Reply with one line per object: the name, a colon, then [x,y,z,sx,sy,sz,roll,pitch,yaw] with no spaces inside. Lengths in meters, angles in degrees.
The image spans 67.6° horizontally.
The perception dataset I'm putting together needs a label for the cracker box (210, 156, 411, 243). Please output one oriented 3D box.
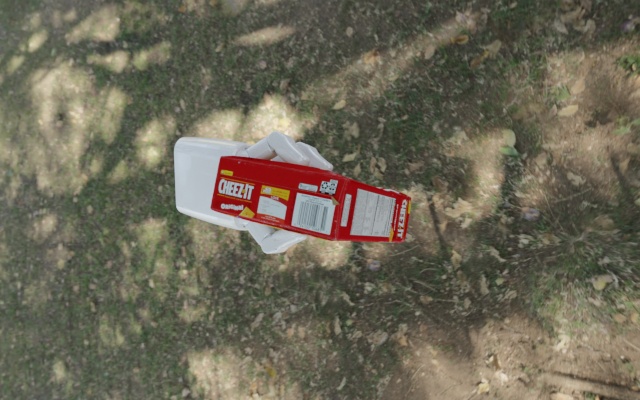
cracker box: [0.000,0.002,0.587,0.164,0.072,0.214,11,1,28]
